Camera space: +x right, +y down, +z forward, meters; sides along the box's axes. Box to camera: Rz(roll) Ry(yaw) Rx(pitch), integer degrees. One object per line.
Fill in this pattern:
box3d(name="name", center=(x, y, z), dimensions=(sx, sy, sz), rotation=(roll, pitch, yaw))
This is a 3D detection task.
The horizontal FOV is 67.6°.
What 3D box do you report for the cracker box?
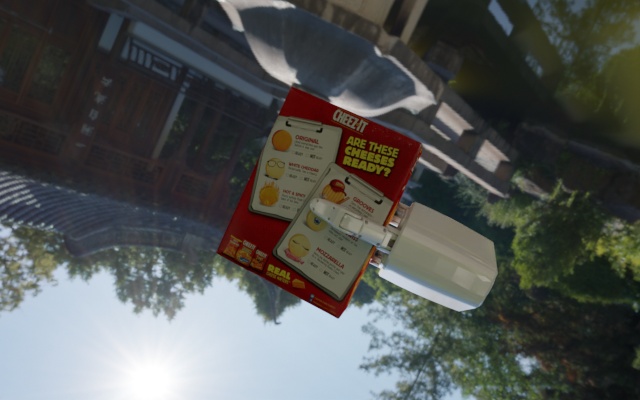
box3d(name="cracker box", center=(0.000, 0.002, 0.561), dimensions=(0.164, 0.214, 0.072), rotation=(26, 5, 11))
